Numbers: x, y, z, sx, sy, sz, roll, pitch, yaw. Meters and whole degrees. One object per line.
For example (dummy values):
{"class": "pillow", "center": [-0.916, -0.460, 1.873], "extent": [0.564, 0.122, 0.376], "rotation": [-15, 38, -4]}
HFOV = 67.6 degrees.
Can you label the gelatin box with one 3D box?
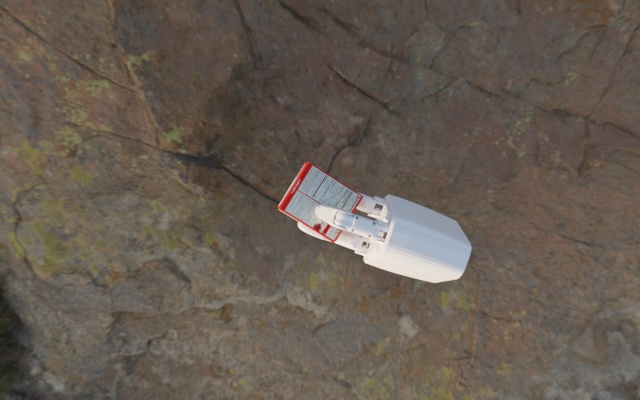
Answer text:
{"class": "gelatin box", "center": [0.000, 0.002, 0.629], "extent": [0.089, 0.073, 0.030], "rotation": [32, 1, -9]}
